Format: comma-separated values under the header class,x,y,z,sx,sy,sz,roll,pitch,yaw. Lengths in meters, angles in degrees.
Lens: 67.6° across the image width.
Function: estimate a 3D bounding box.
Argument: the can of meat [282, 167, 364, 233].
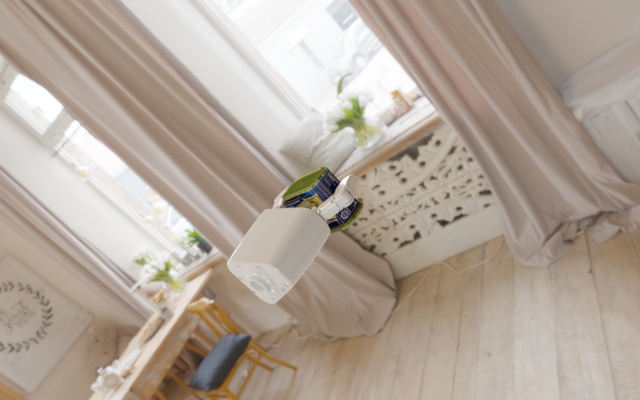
class,x,y,z,sx,sy,sz,roll,pitch,yaw
can of meat,0.000,0.002,0.723,0.102,0.084,0.057,-21,28,52
